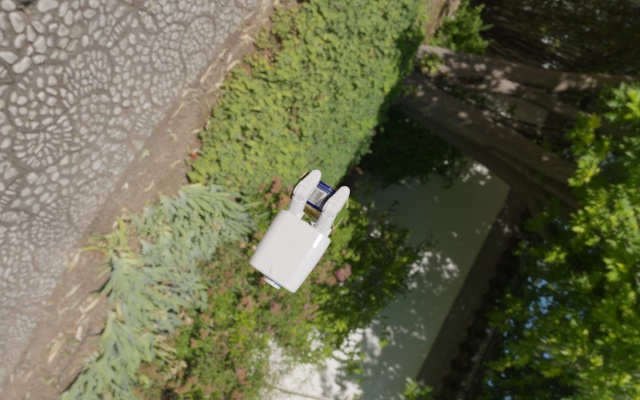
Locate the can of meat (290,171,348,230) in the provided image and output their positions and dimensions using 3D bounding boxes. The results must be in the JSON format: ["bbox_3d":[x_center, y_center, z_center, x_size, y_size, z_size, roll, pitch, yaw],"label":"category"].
[{"bbox_3d":[0.000,0.003,0.831,0.084,0.057,0.102,32,-11,11],"label":"can of meat"}]
